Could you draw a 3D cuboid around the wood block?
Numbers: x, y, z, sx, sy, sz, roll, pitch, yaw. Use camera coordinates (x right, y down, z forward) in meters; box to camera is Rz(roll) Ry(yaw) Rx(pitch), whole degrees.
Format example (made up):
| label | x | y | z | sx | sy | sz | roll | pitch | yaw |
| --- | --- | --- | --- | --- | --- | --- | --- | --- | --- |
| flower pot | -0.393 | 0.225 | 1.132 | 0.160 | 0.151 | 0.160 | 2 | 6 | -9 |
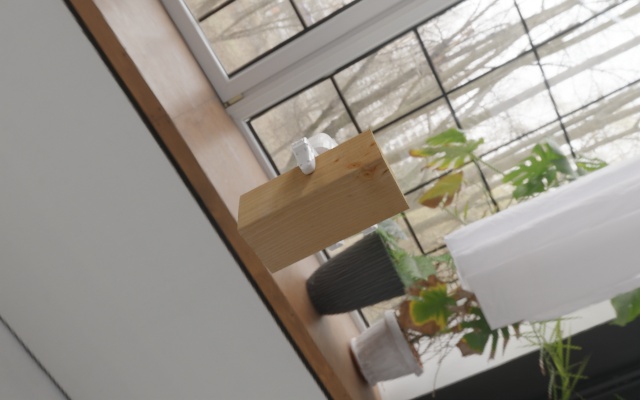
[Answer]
| label | x | y | z | sx | sy | sz | roll | pitch | yaw |
| --- | --- | --- | --- | --- | --- | --- | --- | --- | --- |
| wood block | 0.000 | 0.002 | 0.645 | 0.206 | 0.091 | 0.090 | -27 | 32 | 11 |
